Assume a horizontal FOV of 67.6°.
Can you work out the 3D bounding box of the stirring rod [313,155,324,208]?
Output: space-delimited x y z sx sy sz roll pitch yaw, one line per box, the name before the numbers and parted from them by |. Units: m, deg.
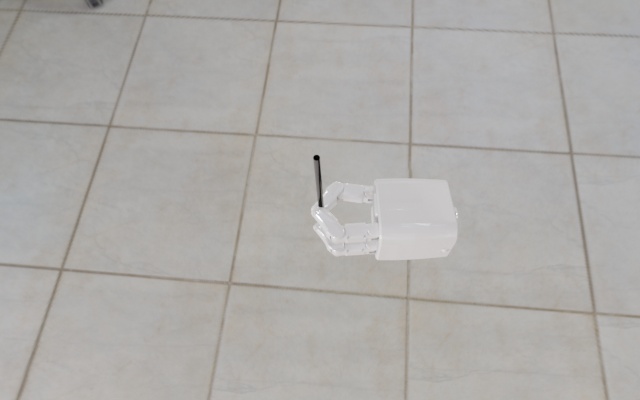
stirring rod | 0.000 0.002 0.655 0.011 0.011 0.240 0 -25 2
